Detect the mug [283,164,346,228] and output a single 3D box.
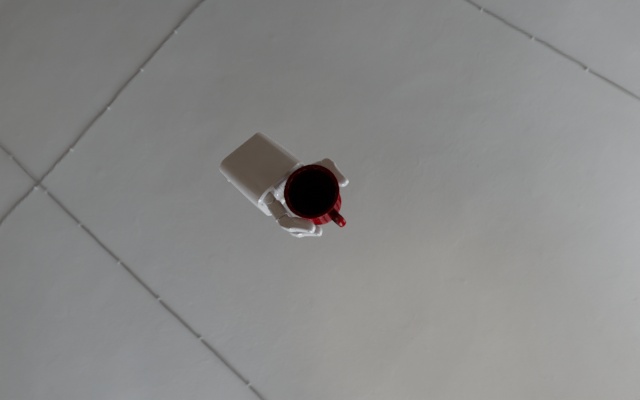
[{"bbox_3d":[0.001,0.004,0.813,0.117,0.093,0.081,41,-5,17],"label":"mug"}]
